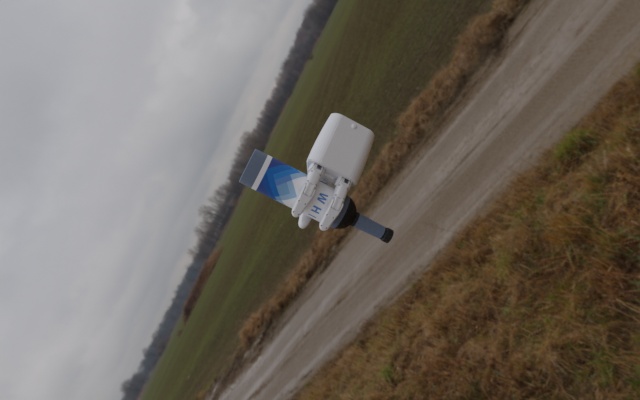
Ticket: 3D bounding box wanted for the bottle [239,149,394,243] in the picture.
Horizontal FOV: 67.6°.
[{"bbox_3d":[0.000,0.003,0.869,0.296,0.069,0.069,27,-5,-9],"label":"bottle"}]
